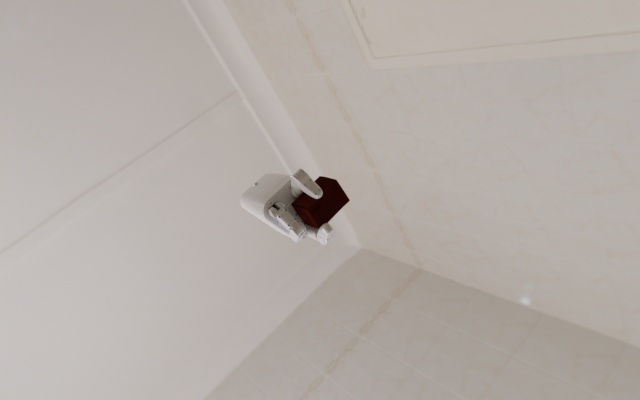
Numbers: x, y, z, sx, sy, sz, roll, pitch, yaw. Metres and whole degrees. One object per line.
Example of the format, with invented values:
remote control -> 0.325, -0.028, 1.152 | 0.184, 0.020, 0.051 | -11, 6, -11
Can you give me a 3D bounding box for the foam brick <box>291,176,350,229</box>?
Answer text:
foam brick -> 0.000, 0.003, 0.833 | 0.078, 0.053, 0.051 | -44, 31, -20
